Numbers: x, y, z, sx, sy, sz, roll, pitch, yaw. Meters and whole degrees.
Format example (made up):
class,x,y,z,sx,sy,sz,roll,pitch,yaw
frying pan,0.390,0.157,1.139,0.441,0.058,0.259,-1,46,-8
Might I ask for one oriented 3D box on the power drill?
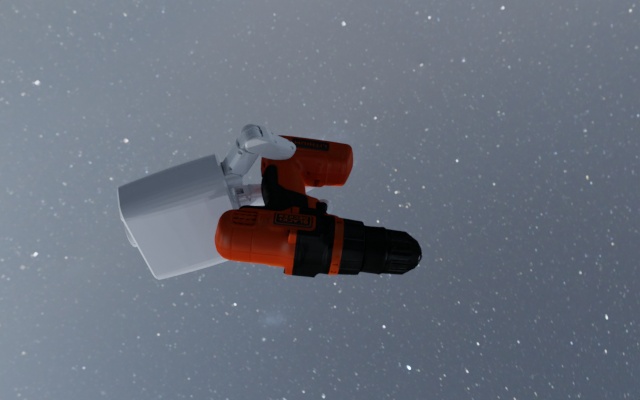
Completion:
class,x,y,z,sx,sy,sz,roll,pitch,yaw
power drill,0.000,0.001,0.483,0.184,0.057,0.187,8,31,-4
